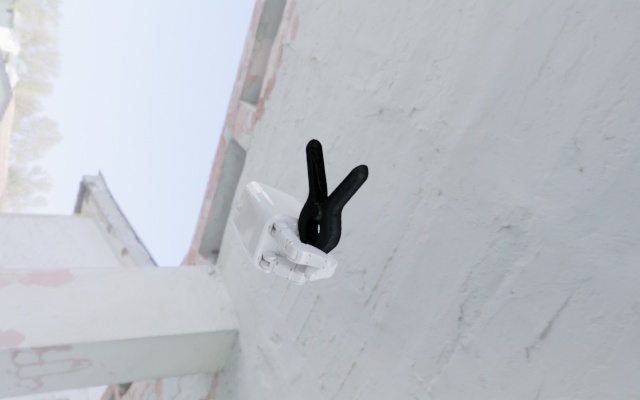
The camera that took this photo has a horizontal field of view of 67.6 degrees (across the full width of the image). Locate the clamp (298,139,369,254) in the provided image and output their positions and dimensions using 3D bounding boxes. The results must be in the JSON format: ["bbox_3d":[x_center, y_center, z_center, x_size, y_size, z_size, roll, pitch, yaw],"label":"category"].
[{"bbox_3d":[0.001,0.002,0.659,0.039,0.171,0.120,4,29,-34],"label":"clamp"}]
